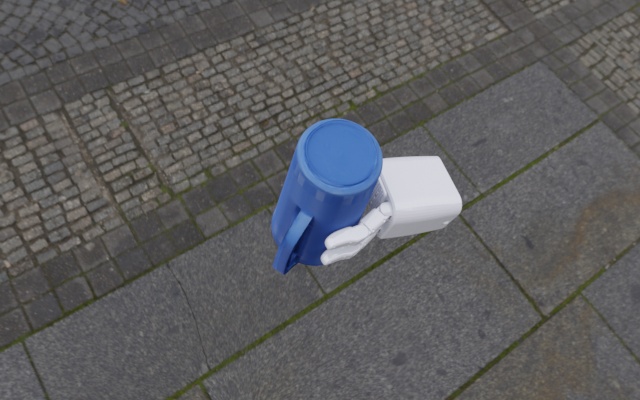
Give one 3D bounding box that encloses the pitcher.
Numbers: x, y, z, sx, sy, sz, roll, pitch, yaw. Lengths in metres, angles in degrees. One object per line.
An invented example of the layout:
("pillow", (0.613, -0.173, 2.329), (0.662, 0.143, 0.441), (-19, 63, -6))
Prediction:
("pitcher", (0.000, 0.002, 0.672), (0.145, 0.149, 0.243), (-6, -24, -13))
